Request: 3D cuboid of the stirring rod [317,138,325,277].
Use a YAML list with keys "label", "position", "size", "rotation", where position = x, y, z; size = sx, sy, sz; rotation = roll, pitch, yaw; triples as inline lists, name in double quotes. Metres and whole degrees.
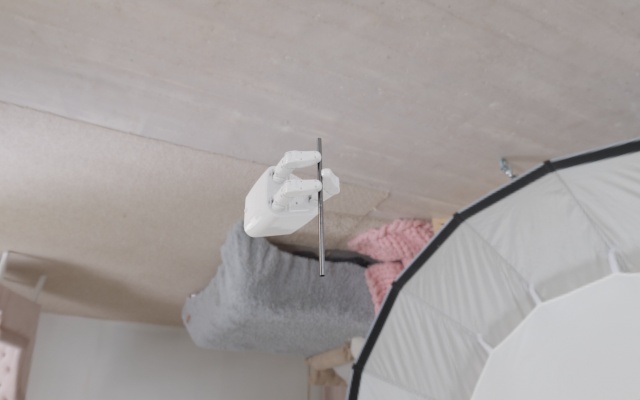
- label: "stirring rod"
  position: [0.000, 0.002, 0.740]
  size: [0.011, 0.239, 0.011]
  rotation: [-1, -29, -1]
